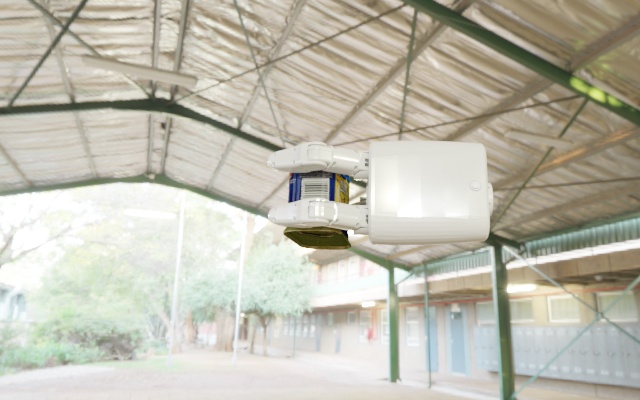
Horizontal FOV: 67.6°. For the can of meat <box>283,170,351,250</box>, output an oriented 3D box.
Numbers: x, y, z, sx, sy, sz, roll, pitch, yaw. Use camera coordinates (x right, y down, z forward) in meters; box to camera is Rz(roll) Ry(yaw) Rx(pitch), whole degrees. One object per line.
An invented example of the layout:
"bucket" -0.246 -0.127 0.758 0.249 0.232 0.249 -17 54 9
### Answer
"can of meat" 0.000 0.001 0.497 0.057 0.084 0.102 -1 -15 12
